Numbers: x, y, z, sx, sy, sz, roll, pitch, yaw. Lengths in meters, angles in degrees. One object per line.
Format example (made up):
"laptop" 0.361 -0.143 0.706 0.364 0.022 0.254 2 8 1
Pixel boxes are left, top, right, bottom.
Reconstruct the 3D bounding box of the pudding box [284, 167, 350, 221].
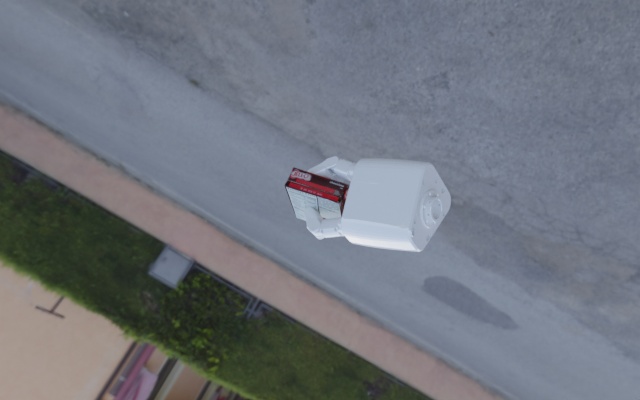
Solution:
"pudding box" 0.000 0.003 0.727 0.090 0.039 0.114 19 -25 16
